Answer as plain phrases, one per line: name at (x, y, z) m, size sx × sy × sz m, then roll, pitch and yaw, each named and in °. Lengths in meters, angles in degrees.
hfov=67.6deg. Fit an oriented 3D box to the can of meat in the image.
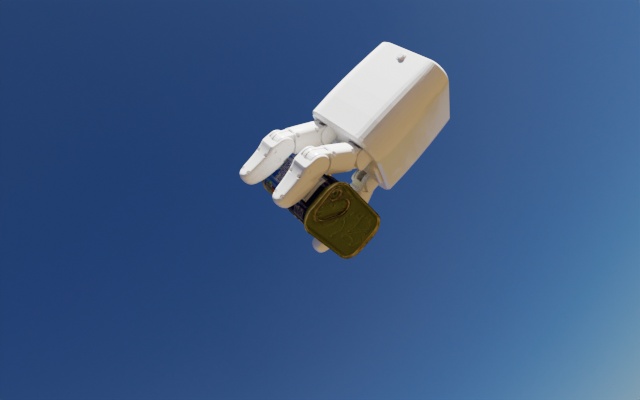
can of meat at (0.000, 0.001, 0.479) m, size 0.084 × 0.057 × 0.102 m, roll 41°, pitch 0°, yaw 41°
